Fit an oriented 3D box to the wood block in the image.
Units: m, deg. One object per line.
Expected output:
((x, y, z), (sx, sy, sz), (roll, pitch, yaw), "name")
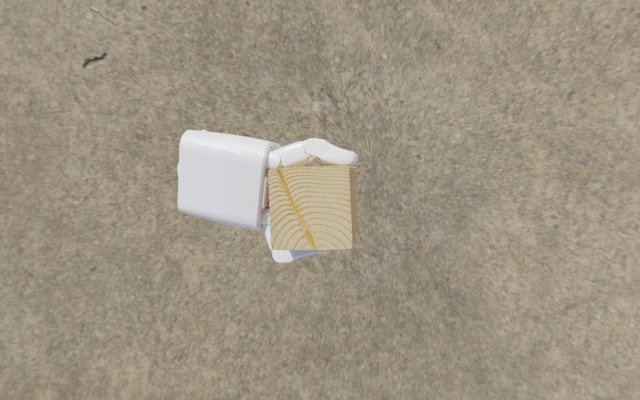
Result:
((0.000, 0.002, 0.607), (0.090, 0.091, 0.206), (-1, 4, 6), "wood block")
